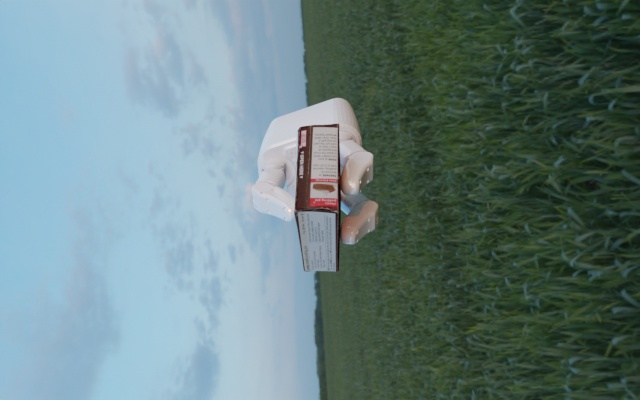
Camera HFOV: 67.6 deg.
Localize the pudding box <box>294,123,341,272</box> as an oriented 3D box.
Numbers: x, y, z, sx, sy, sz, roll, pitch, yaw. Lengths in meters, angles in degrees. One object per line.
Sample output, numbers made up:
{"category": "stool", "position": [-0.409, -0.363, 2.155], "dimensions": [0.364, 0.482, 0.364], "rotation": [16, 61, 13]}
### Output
{"category": "pudding box", "position": [0.000, 0.001, 0.428], "dimensions": [0.039, 0.090, 0.114], "rotation": [-2, -33, 3]}
